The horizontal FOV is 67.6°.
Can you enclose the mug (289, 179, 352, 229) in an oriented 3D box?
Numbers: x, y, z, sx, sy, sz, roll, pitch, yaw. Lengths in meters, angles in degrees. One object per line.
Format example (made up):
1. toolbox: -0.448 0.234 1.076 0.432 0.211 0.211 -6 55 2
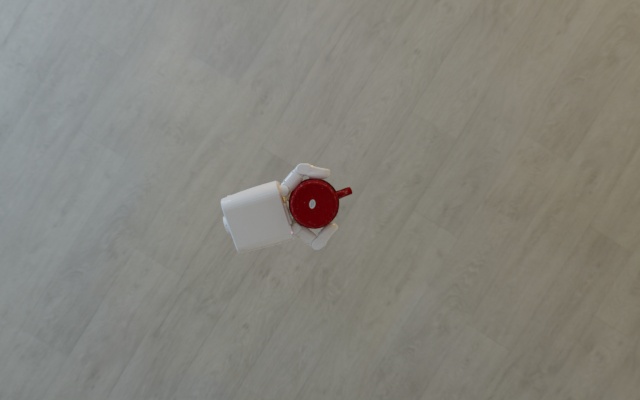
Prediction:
1. mug: 0.002 0.002 0.834 0.117 0.093 0.081 -18 2 0
